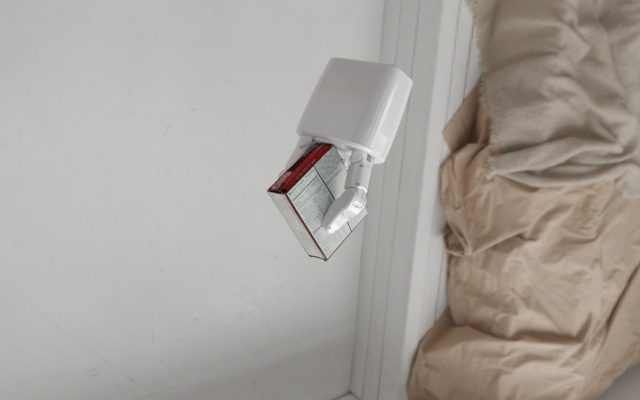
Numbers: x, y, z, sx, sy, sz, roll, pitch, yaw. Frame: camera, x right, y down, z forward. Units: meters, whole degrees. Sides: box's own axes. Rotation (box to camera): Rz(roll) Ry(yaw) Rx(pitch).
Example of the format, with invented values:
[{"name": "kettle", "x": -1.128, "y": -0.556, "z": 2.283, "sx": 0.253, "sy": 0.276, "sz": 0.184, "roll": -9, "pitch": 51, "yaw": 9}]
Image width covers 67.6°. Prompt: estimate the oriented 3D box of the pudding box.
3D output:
[{"name": "pudding box", "x": 0.000, "y": 0.002, "z": 0.567, "sx": 0.039, "sy": 0.113, "sz": 0.090, "roll": 11, "pitch": 50, "yaw": 49}]
